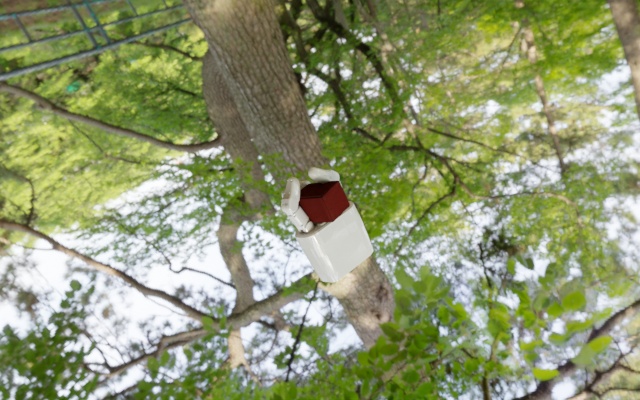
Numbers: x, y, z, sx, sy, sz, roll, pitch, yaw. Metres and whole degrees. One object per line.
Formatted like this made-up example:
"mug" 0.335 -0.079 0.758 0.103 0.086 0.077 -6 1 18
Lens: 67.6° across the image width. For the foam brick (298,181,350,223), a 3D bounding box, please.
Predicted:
"foam brick" 0.000 0.003 0.810 0.078 0.051 0.053 -4 29 46
